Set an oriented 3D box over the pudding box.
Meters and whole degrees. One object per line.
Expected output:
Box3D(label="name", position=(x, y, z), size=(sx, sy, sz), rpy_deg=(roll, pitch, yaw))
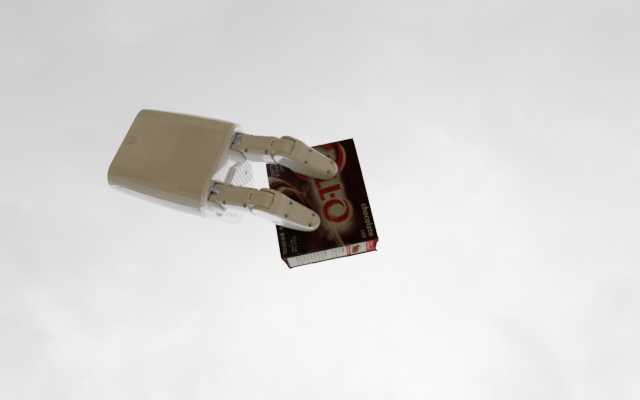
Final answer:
Box3D(label="pudding box", position=(0.000, 0.002, 0.458), size=(0.090, 0.113, 0.039), rpy_deg=(-12, -24, 1))
